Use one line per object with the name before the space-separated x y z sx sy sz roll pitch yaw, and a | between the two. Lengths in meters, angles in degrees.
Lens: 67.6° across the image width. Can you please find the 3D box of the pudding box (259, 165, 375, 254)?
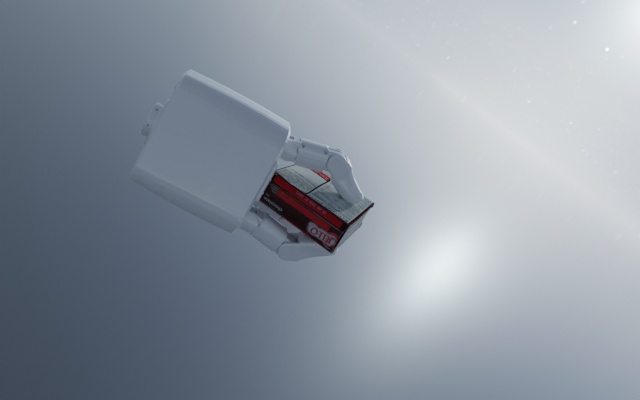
pudding box | 0.000 0.001 0.489 0.090 0.039 0.113 37 21 9
